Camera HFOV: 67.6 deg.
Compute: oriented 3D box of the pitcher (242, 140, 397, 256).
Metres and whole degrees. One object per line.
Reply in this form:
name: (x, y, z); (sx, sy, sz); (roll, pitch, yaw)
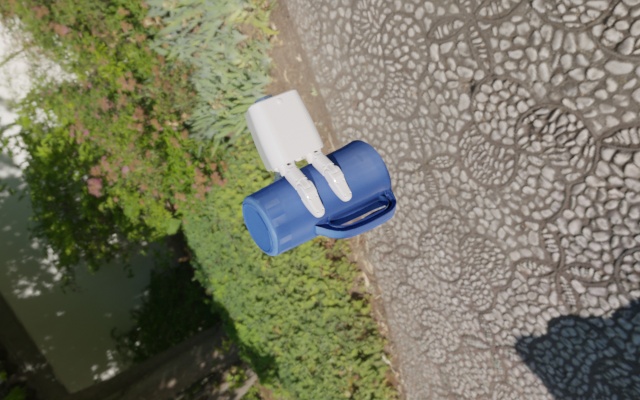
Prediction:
pitcher: (0.000, 0.003, 0.817); (0.243, 0.145, 0.149); (-27, 6, -26)
